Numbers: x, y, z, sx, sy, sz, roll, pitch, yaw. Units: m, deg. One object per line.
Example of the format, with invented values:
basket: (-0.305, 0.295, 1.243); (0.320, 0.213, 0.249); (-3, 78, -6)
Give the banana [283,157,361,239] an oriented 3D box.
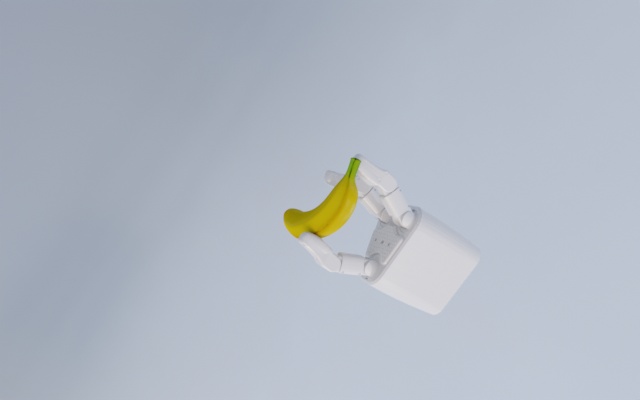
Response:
banana: (-0.003, 0.017, 0.592); (0.037, 0.069, 0.198); (27, -30, -19)
